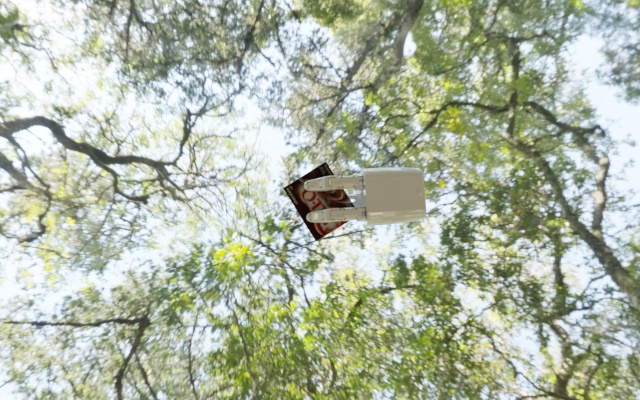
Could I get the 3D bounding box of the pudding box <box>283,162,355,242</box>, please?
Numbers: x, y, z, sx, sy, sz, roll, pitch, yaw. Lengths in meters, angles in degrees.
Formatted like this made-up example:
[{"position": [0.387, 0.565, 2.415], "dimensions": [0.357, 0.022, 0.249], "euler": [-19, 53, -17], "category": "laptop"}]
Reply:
[{"position": [0.000, 0.003, 0.845], "dimensions": [0.090, 0.113, 0.039], "euler": [-32, -3, -6], "category": "pudding box"}]
